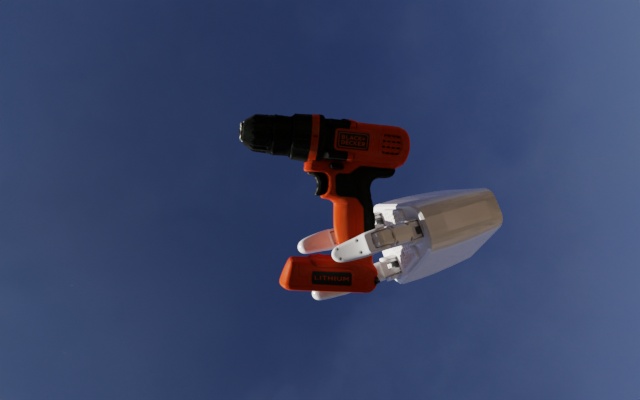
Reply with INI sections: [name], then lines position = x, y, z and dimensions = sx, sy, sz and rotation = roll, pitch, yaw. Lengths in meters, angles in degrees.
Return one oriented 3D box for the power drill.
[power drill]
position = 0.000, 0.002, 0.516
dimensions = 0.184, 0.187, 0.057
rotation = 5, 3, -6
